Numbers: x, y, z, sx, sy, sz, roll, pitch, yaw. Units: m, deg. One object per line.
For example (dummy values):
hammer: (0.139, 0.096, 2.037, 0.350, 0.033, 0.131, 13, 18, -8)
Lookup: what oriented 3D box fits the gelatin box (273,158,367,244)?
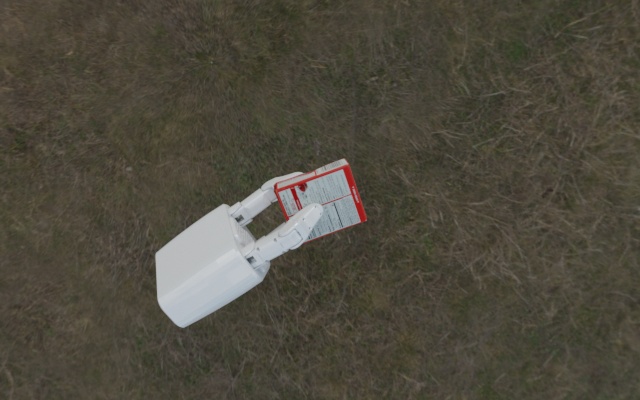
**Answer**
gelatin box: (0.000, 0.002, 0.547, 0.089, 0.073, 0.030, -20, 21, 2)
